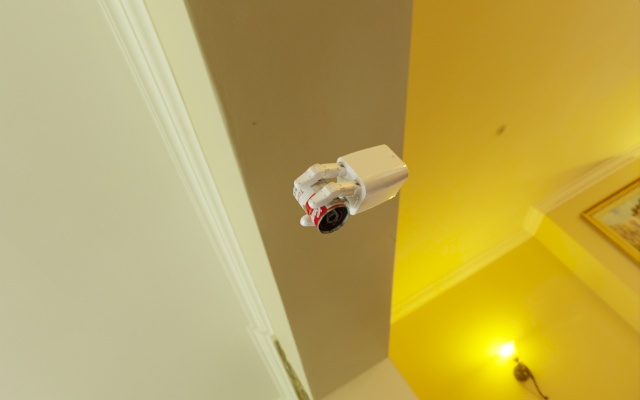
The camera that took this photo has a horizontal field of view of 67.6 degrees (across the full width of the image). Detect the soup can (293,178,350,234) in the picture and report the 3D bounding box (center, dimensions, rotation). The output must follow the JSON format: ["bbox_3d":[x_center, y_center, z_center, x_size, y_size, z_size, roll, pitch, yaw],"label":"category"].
[{"bbox_3d":[0.000,0.003,0.892,0.068,0.068,0.102,0,41,-41],"label":"soup can"}]
